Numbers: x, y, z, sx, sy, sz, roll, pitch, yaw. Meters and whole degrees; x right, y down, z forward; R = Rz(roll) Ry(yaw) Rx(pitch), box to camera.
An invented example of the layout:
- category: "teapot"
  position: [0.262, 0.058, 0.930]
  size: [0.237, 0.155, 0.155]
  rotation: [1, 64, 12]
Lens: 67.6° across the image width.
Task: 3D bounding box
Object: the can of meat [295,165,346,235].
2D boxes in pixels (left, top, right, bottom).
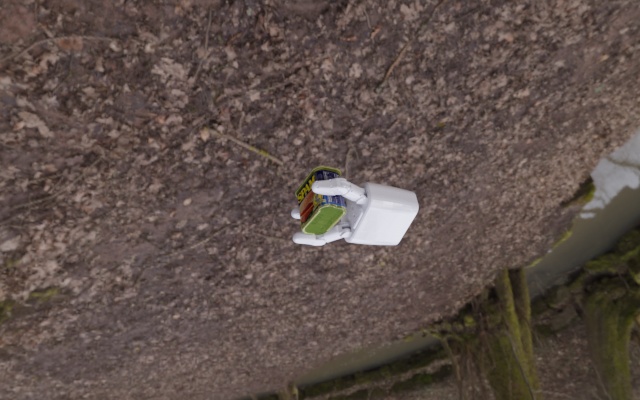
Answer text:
- category: "can of meat"
  position: [0.000, 0.003, 0.846]
  size: [0.057, 0.084, 0.102]
  rotation: [10, -38, -27]
